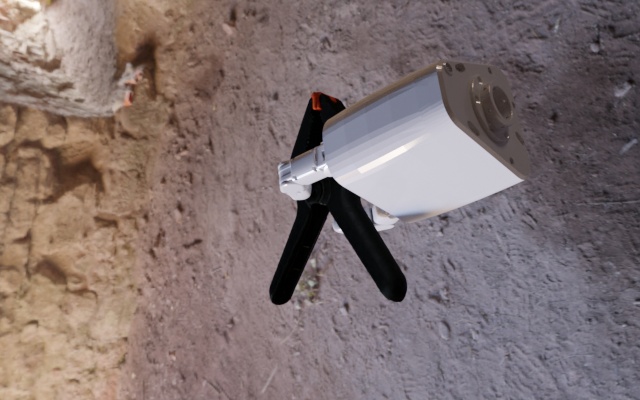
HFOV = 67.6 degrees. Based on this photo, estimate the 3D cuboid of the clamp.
[{"bbox_3d":[0.000,0.001,0.456,0.036,0.210,0.164,10,-24,-43],"label":"clamp"}]
